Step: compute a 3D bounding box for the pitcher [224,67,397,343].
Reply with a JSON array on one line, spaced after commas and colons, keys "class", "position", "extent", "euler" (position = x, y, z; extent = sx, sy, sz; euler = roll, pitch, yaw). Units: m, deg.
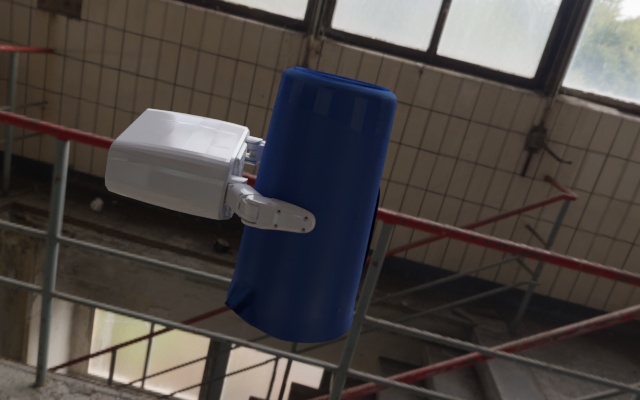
[{"class": "pitcher", "position": [0.000, 0.002, 0.474], "extent": [0.145, 0.243, 0.149], "euler": [12, 16, -4]}]
